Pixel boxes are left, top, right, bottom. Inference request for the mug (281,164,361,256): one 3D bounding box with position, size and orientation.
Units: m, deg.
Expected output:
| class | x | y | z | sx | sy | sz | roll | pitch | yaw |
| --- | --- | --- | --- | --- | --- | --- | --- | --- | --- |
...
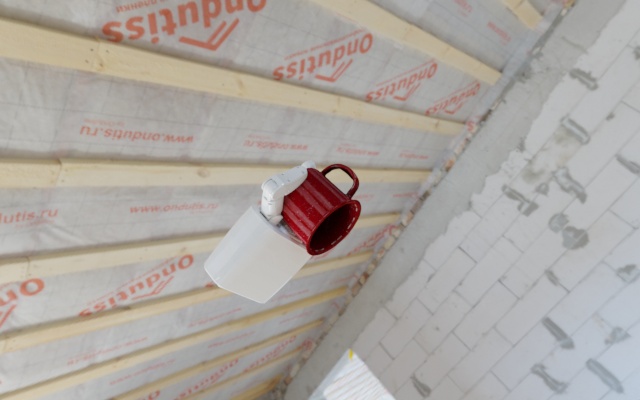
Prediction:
| class | x | y | z | sx | sy | sz | roll | pitch | yaw |
| --- | --- | --- | --- | --- | --- | --- | --- | --- | --- |
| mug | 0.001 | 0.001 | 0.624 | 0.081 | 0.117 | 0.093 | 44 | 10 | 27 |
